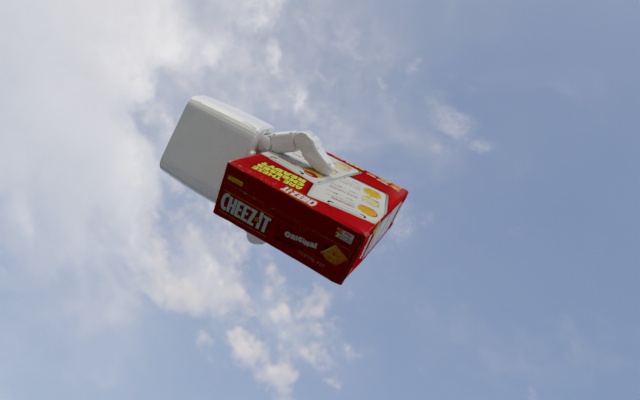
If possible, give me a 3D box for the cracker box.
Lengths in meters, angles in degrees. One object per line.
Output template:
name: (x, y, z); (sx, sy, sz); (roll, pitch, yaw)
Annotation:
cracker box: (0.000, 0.002, 0.577); (0.164, 0.072, 0.213); (27, 21, 14)
